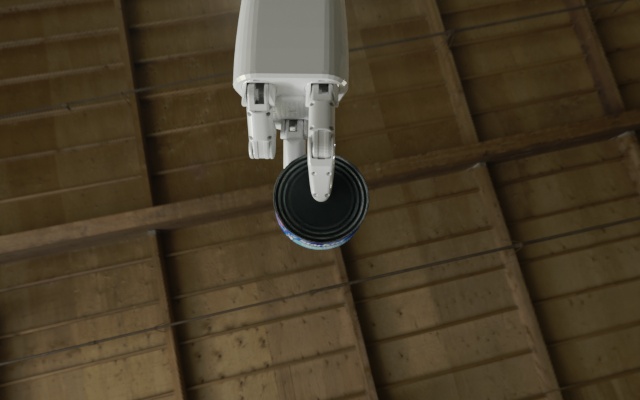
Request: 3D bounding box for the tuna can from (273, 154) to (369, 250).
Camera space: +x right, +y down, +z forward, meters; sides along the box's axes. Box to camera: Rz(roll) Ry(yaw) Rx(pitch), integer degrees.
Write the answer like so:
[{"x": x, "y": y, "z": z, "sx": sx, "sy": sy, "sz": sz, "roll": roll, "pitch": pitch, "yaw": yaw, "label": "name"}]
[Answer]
[{"x": 0.000, "y": 0.002, "z": 0.439, "sx": 0.086, "sy": 0.086, "sz": 0.034, "roll": 0, "pitch": -18, "yaw": -3, "label": "tuna can"}]
